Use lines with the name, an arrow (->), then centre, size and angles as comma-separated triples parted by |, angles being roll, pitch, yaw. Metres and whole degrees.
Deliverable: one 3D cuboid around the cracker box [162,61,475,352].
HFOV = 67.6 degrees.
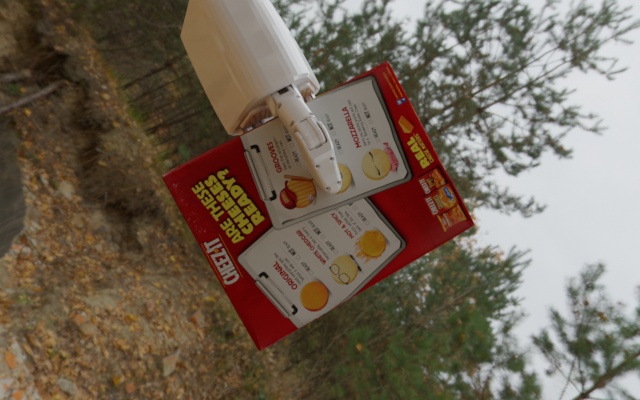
cracker box -> 0.000, 0.001, 0.424 | 0.213, 0.164, 0.072 | -29, 2, -8
